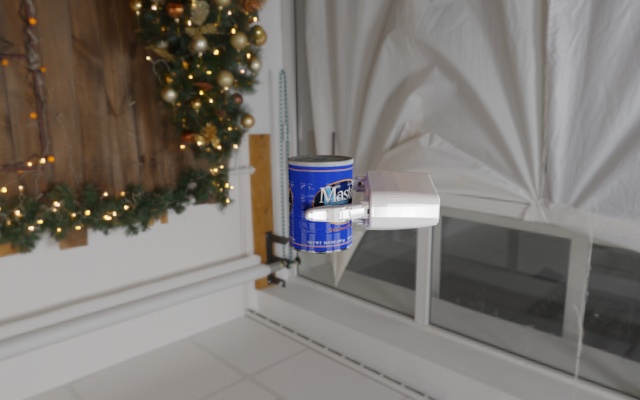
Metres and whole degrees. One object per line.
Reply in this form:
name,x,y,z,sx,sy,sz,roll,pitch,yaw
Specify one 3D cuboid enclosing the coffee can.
coffee can,0.000,0.002,0.758,0.103,0.140,0.103,0,11,0
